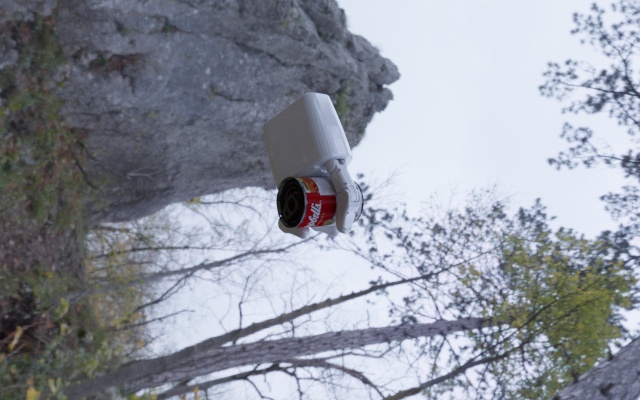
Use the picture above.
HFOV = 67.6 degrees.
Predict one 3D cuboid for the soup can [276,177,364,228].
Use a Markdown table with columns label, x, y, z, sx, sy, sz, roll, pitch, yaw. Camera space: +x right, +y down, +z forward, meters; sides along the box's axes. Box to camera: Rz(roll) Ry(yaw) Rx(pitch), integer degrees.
| label | x | y | z | sx | sy | sz | roll | pitch | yaw |
| --- | --- | --- | --- | --- | --- | --- | --- | --- | --- |
| soup can | 0.001 | 0.003 | 0.653 | 0.102 | 0.068 | 0.068 | -1 | 0 | -38 |
